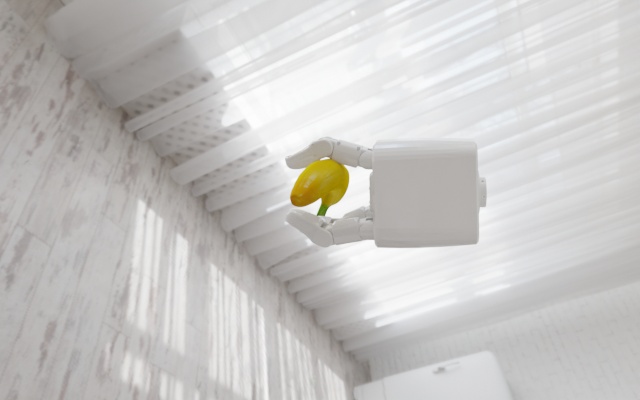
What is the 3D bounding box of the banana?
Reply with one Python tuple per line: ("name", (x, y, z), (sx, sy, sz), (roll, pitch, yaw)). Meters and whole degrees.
("banana", (0.007, -0.016, 0.544), (0.037, 0.069, 0.198), (18, -3, 11))
